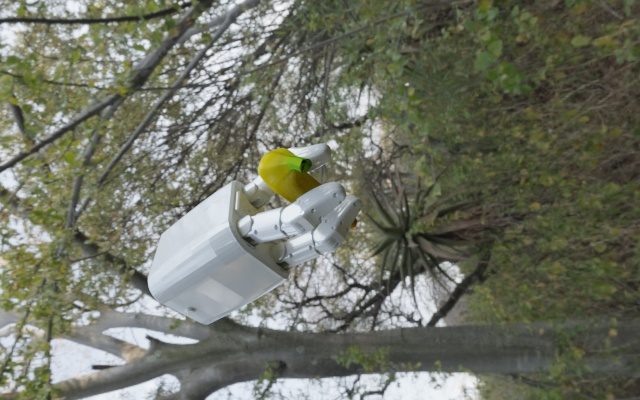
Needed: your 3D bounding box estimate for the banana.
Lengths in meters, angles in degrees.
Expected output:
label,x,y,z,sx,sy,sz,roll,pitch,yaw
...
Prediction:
label,x,y,z,sx,sy,sz,roll,pitch,yaw
banana,-0.015,-0.009,0.477,0.069,0.037,0.198,35,-3,23
